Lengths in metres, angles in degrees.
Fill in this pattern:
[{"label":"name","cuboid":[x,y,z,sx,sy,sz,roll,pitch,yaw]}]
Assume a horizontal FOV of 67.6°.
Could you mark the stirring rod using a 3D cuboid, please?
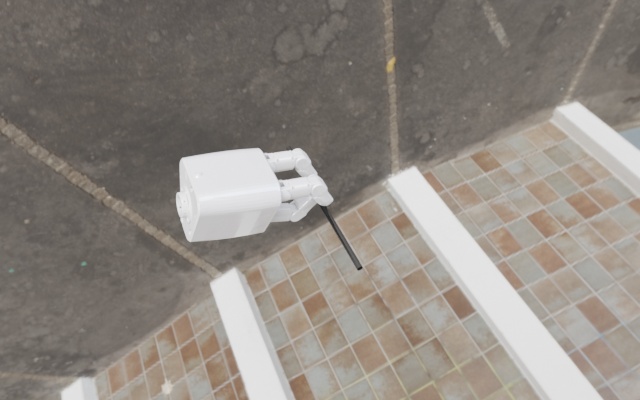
[{"label":"stirring rod","cuboid":[0.000,0.002,0.673,0.011,0.011,0.239,0,44,-35]}]
